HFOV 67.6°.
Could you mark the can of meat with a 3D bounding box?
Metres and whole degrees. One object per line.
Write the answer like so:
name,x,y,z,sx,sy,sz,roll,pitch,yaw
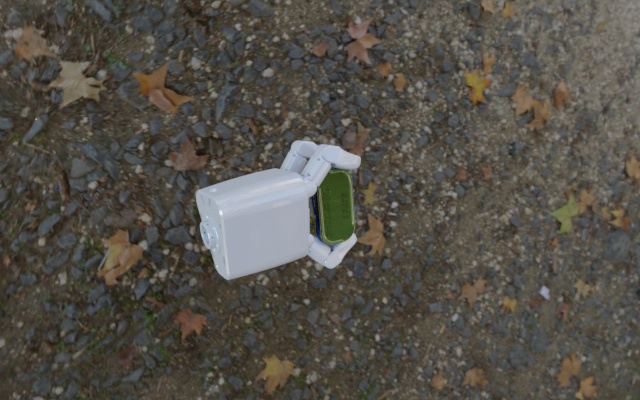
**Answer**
can of meat,0.000,0.002,0.631,0.057,0.102,0.084,-13,15,-28
